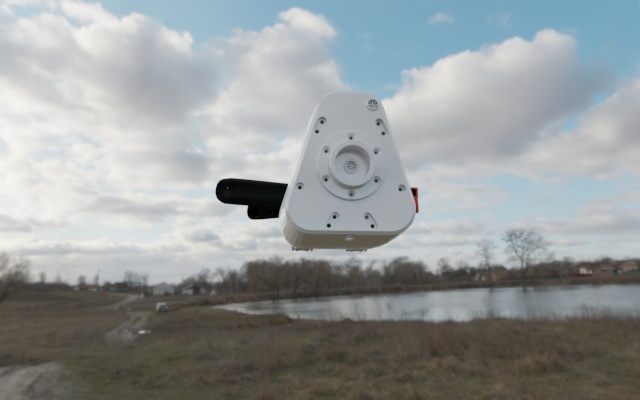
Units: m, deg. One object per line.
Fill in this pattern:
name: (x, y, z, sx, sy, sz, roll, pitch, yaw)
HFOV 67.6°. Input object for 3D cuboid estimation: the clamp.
clamp: (0.001, 0.001, 0.530, 0.210, 0.036, 0.164, 0, -7, -4)
